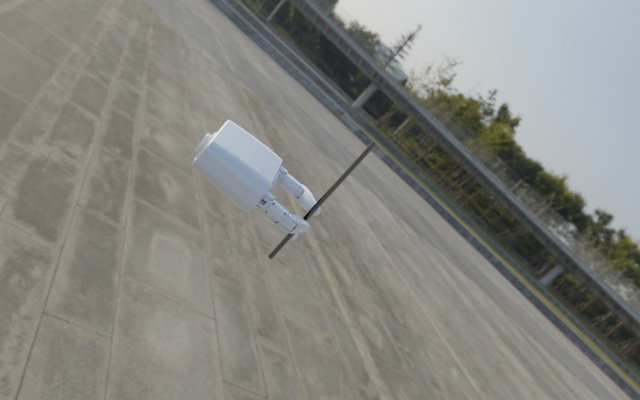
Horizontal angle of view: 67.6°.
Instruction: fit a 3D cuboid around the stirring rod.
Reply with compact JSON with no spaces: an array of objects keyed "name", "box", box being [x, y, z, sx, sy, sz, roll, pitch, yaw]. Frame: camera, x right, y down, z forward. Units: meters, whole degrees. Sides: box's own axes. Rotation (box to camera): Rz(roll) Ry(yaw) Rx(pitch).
[{"name":"stirring rod","box":[0.000,0.002,0.725,0.011,0.239,0.011,40,12,-10]}]
